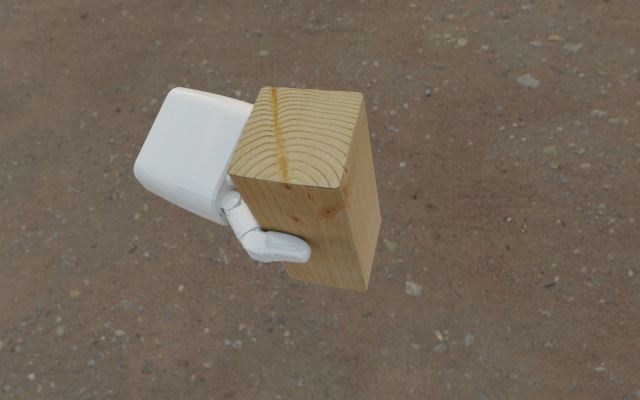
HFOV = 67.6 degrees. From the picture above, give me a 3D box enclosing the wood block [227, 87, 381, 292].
[{"bbox_3d":[0.000,0.002,0.448,0.090,0.090,0.206,8,-29,16],"label":"wood block"}]
